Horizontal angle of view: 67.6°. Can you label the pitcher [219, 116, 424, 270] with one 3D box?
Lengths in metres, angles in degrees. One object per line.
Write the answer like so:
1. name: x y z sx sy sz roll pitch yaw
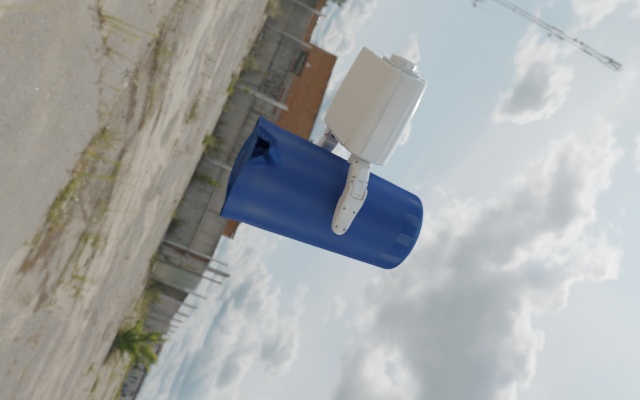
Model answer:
1. pitcher: 0.000 0.002 0.622 0.243 0.145 0.149 23 22 -12
